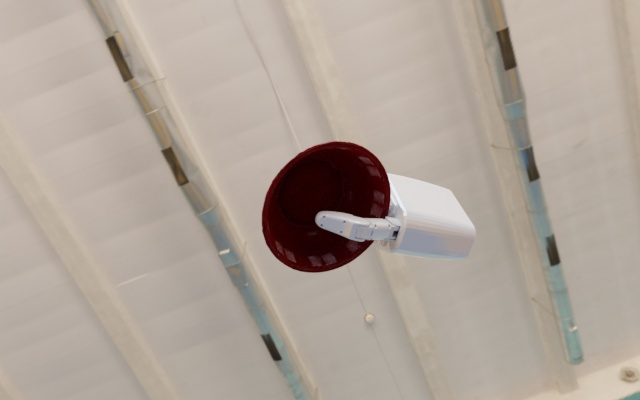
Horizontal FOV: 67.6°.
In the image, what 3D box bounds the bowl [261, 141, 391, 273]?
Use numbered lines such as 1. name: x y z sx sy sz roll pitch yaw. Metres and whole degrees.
1. bowl: -0.001 0.001 0.561 0.162 0.162 0.055 0 22 -27
